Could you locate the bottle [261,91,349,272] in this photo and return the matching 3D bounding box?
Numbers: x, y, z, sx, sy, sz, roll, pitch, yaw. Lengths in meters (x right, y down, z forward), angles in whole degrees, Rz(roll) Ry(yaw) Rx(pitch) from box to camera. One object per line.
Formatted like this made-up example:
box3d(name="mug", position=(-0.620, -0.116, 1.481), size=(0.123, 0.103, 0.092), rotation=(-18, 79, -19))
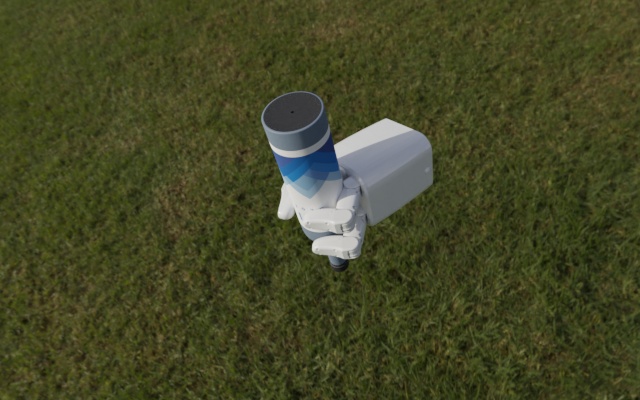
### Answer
box3d(name="bottle", position=(0.000, 0.002, 0.599), size=(0.069, 0.069, 0.296), rotation=(0, -39, 15))
